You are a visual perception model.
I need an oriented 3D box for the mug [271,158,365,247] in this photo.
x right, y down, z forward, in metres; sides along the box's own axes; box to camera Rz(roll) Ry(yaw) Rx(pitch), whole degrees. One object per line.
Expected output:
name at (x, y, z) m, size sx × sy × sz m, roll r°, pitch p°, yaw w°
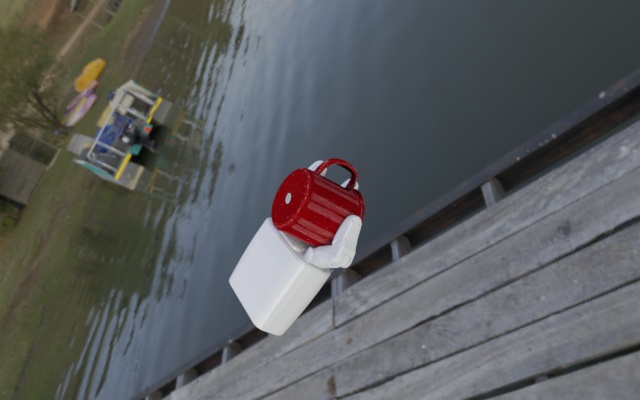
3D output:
mug at (0.001, 0.001, 0.582) m, size 0.081 × 0.117 × 0.093 m, roll 27°, pitch 13°, yaw -30°
